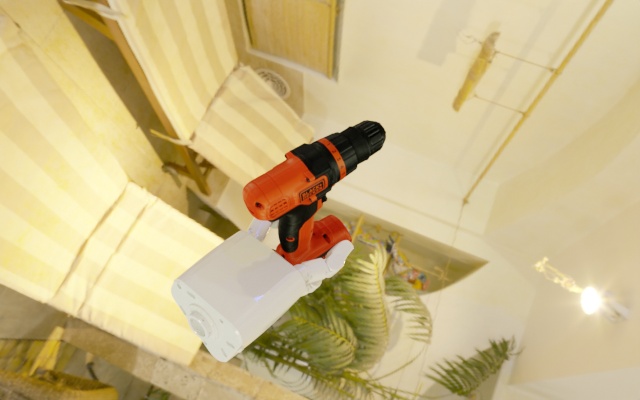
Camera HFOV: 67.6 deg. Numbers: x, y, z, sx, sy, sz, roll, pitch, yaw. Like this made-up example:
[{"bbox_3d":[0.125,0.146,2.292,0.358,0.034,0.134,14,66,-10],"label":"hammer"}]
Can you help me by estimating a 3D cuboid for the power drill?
[{"bbox_3d":[0.000,0.002,0.585,0.184,0.057,0.188,-30,-34,-19],"label":"power drill"}]
